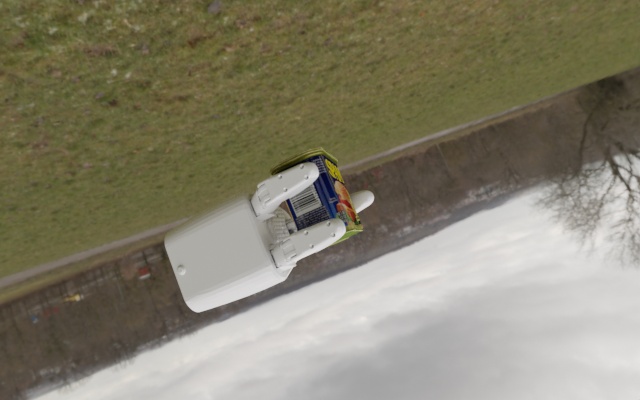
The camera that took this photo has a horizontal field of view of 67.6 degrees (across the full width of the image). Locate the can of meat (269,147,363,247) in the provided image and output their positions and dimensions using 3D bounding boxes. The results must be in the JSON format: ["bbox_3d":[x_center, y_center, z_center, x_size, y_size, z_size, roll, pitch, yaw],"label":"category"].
[{"bbox_3d":[0.000,0.002,0.479,0.057,0.084,0.102,-24,-9,10],"label":"can of meat"}]
